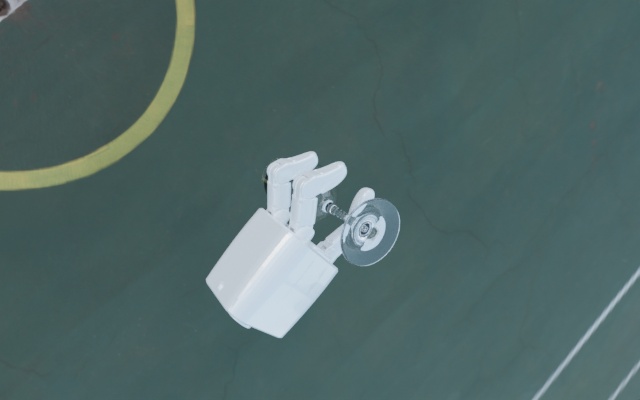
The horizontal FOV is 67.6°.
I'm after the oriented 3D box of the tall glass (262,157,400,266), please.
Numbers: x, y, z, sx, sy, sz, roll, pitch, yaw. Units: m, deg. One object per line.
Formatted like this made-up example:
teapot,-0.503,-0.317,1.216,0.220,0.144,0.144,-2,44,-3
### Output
tall glass,0.001,0.002,0.561,0.079,0.079,0.201,0,19,-33
